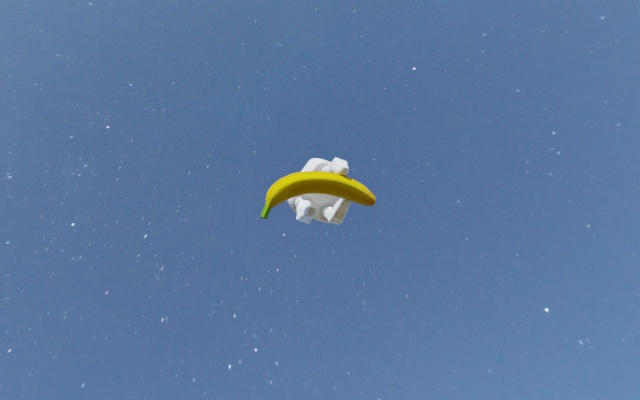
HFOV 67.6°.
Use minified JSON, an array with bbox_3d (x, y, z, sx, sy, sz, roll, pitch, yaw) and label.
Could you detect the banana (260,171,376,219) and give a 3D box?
[{"bbox_3d":[-0.005,-0.015,0.791,0.198,0.069,0.037,-7,7,-12],"label":"banana"}]
